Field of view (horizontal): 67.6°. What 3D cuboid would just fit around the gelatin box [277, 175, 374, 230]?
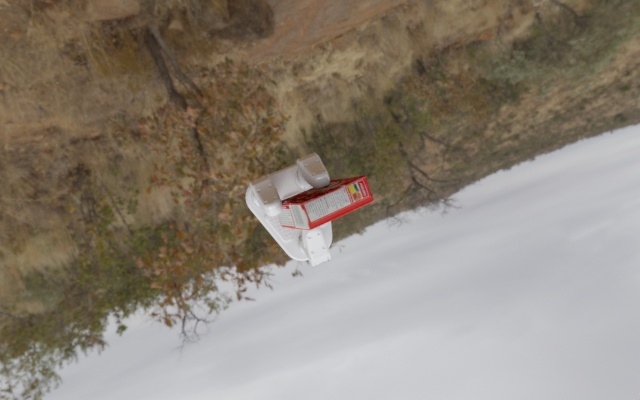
[{"bbox_3d":[0.000,0.002,0.482,0.073,0.030,0.089,-23,8,-21],"label":"gelatin box"}]
